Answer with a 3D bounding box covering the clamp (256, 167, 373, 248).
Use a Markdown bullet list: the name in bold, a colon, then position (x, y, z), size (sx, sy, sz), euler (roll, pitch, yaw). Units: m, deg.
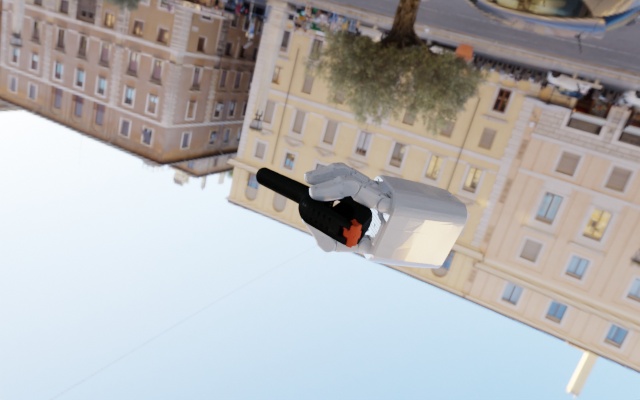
- **clamp**: position (0.000, 0.003, 0.624), size (0.164, 0.036, 0.210), euler (8, 18, -12)
